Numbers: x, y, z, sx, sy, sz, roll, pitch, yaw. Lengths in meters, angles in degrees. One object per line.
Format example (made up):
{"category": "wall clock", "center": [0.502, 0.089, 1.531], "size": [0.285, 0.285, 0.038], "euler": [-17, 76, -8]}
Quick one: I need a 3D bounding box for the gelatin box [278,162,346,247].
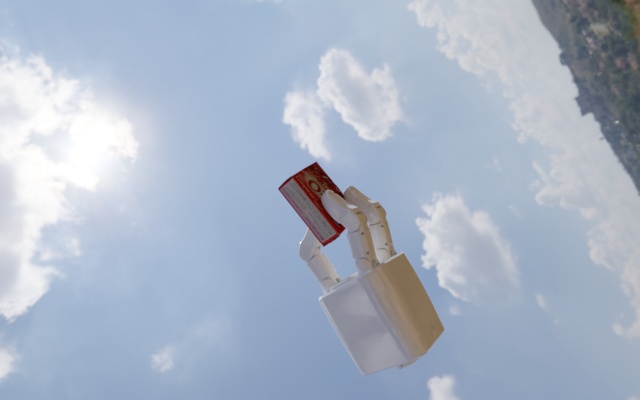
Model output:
{"category": "gelatin box", "center": [0.000, 0.002, 0.575], "size": [0.030, 0.089, 0.073], "euler": [-39, 0, 29]}
